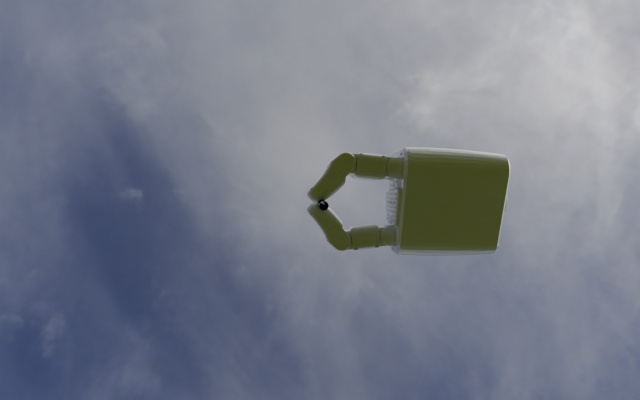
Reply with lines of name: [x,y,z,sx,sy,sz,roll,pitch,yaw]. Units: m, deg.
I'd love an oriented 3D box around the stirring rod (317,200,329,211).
stirring rod: [0.000,0.002,0.523,0.011,0.011,0.239,0,1,-1]
